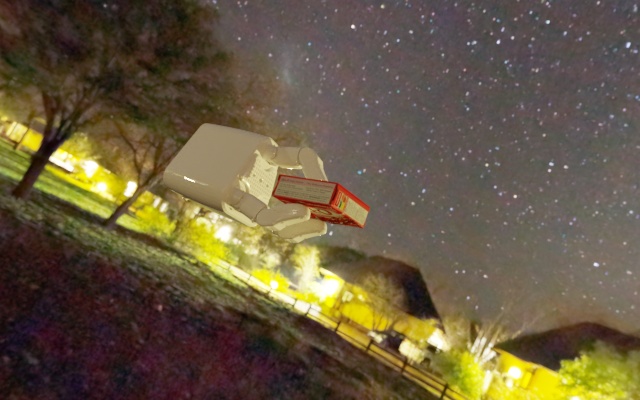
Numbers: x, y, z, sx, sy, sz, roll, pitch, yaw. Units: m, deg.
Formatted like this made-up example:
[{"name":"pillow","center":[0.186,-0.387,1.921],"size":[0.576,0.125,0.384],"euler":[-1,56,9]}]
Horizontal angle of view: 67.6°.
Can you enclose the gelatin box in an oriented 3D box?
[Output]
[{"name":"gelatin box","center":[0.001,0.001,0.546],"size":[0.089,0.030,0.073],"euler":[9,-17,38]}]
